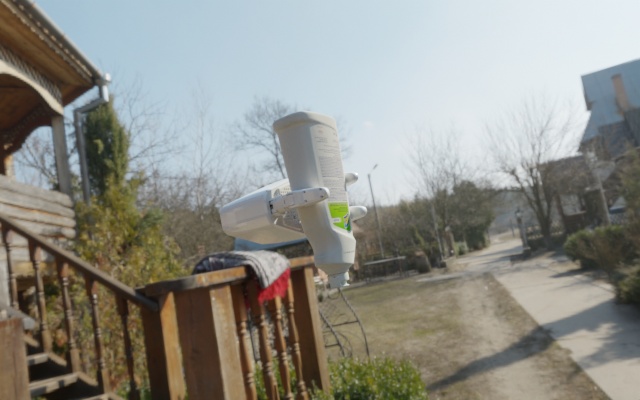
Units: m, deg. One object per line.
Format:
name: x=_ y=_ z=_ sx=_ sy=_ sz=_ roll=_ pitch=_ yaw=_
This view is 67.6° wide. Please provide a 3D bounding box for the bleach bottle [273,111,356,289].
bleach bottle: x=0.000 y=0.002 z=0.696 sx=0.068 sy=0.251 sz=0.102 roll=-15 pitch=-8 yaw=36
